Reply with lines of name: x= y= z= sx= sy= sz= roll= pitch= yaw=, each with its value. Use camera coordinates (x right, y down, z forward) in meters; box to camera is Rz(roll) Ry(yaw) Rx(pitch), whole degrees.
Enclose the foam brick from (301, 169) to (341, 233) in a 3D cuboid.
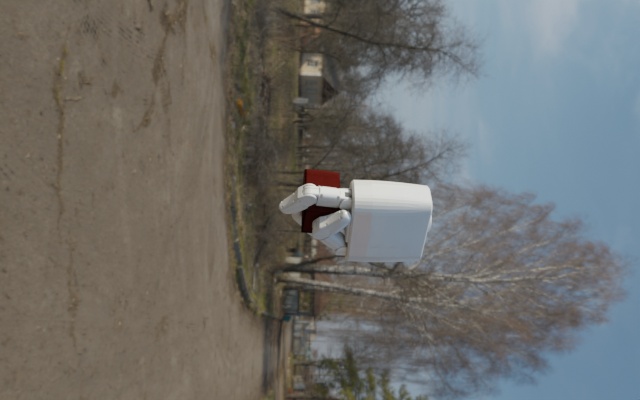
foam brick: x=0.000 y=0.002 z=0.677 sx=0.051 sy=0.078 sz=0.053 roll=3 pitch=-39 yaw=-4
